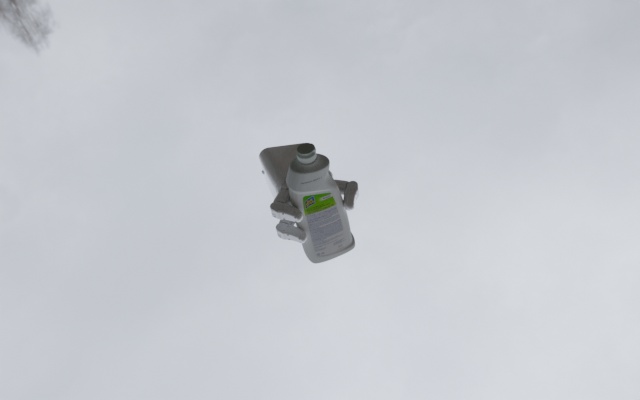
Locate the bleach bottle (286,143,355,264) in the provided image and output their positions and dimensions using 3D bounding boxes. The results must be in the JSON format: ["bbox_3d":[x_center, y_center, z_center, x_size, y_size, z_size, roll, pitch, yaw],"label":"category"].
[{"bbox_3d":[0.000,0.003,0.831,0.102,0.251,0.068,-22,47,-12],"label":"bleach bottle"}]
